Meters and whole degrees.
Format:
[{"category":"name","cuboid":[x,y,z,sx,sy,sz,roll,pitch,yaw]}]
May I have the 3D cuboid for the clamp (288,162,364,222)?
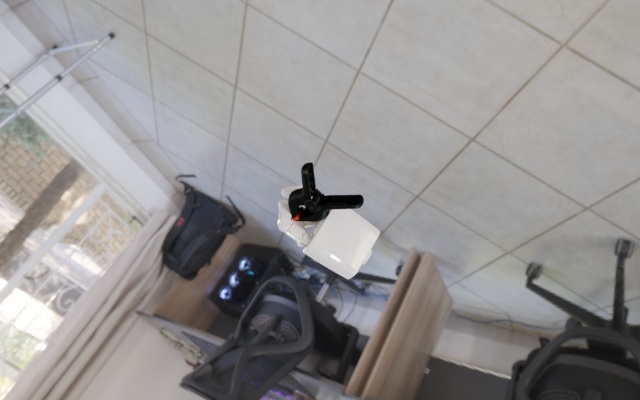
[{"category":"clamp","cuboid":[0.000,0.003,0.851,0.120,0.039,0.171,33,-29,-3]}]
